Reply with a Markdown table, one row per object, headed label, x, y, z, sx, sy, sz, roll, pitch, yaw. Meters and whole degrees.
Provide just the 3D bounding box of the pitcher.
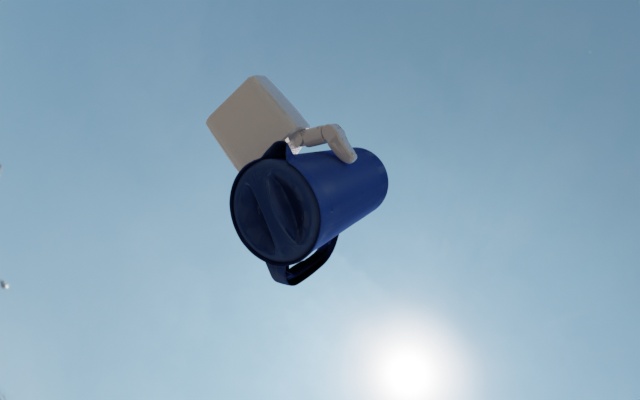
| label | x | y | z | sx | sy | sz | roll | pitch | yaw |
| --- | --- | --- | --- | --- | --- | --- | --- | --- | --- |
| pitcher | 0.000 | 0.002 | 0.663 | 0.149 | 0.145 | 0.243 | -45 | -13 | 31 |
